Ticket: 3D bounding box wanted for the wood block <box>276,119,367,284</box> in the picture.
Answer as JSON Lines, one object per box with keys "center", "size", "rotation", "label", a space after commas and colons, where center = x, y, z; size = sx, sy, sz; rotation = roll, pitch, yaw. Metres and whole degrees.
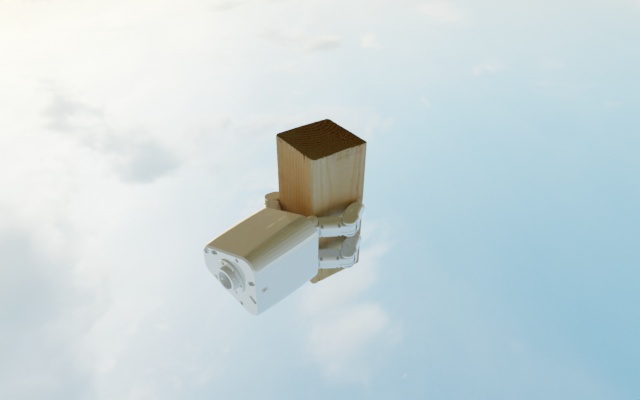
{"center": [0.000, 0.002, 0.681], "size": [0.090, 0.206, 0.090], "rotation": [-22, 41, -29], "label": "wood block"}
